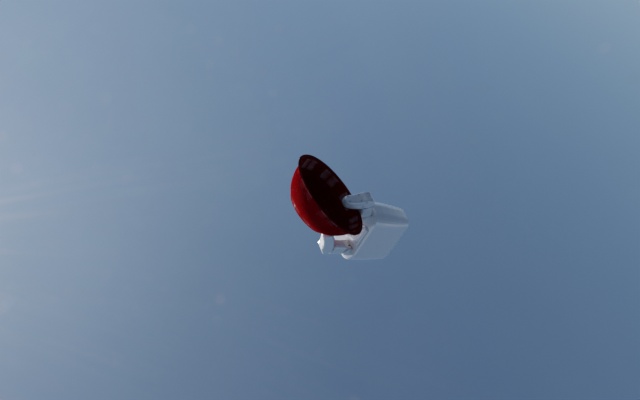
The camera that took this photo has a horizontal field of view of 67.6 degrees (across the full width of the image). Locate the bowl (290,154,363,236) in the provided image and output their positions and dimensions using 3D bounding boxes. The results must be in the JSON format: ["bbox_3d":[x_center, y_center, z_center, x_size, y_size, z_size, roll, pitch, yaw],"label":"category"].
[{"bbox_3d":[-0.001,0.002,0.804,0.055,0.162,0.162,-36,-15,22],"label":"bowl"}]
